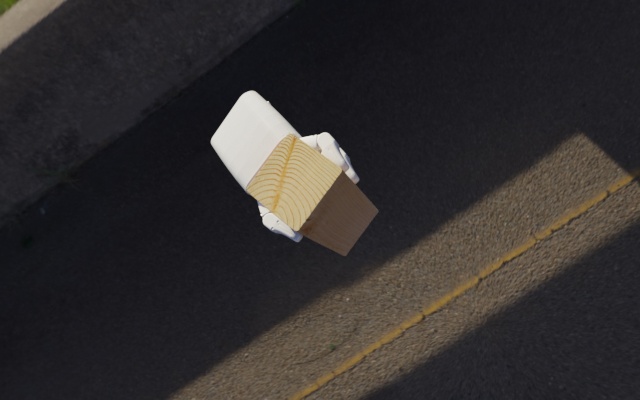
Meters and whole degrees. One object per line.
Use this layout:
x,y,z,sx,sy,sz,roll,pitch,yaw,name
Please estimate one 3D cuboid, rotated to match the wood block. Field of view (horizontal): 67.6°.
0.000,0.002,0.650,0.090,0.091,0.206,37,0,23,wood block
